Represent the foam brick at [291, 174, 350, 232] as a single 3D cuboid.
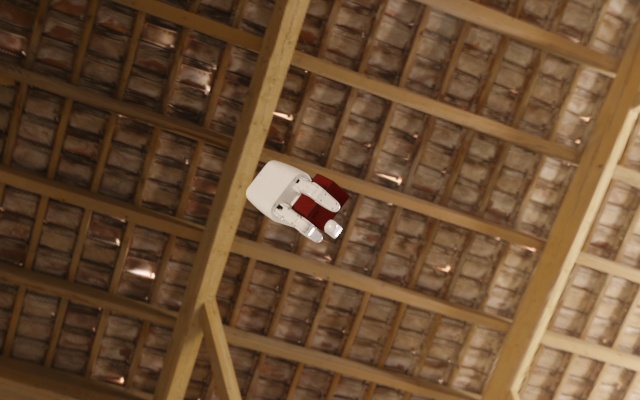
[{"bbox_3d":[0.000,0.003,0.815,0.053,0.078,0.051,42,-8,-37],"label":"foam brick"}]
